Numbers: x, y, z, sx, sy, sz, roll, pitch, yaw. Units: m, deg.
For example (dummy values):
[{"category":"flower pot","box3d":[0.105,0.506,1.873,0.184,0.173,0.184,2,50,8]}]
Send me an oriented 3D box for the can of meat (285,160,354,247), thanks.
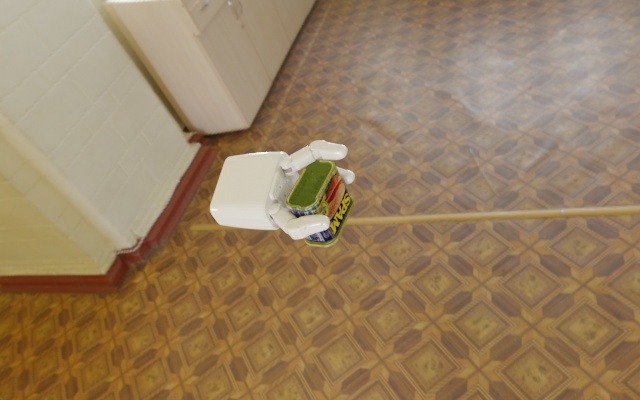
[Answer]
[{"category":"can of meat","box3d":[0.000,0.002,0.701,0.057,0.102,0.084,4,-41,31]}]
